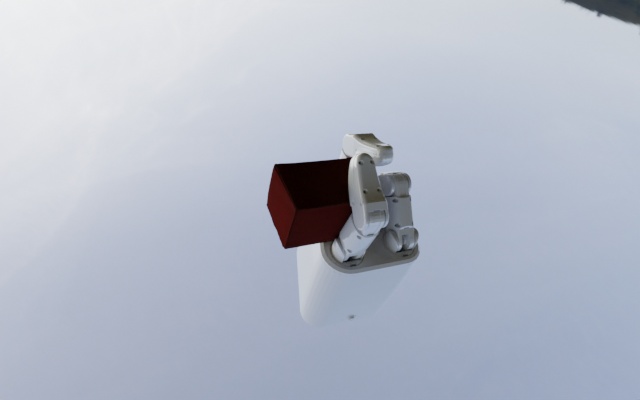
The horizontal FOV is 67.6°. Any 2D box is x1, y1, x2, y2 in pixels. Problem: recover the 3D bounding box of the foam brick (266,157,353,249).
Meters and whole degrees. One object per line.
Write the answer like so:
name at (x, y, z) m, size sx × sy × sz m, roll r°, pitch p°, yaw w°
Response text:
foam brick at (0.000, 0.001, 0.404) m, size 0.078 × 0.053 × 0.051 m, roll -7°, pitch -39°, yaw -25°
